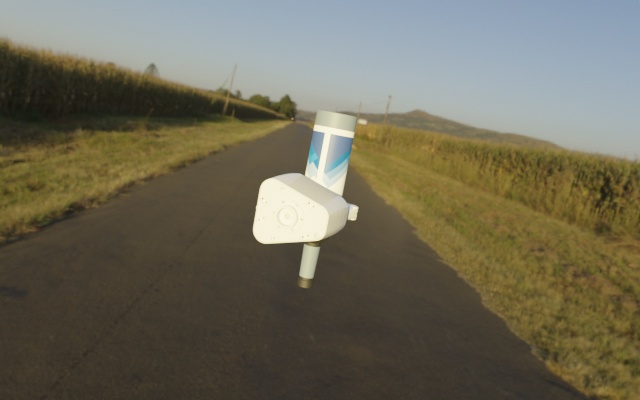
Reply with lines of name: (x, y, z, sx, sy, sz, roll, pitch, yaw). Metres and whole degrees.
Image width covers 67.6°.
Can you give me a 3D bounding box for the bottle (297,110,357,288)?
bottle: (0.000, 0.002, 0.795, 0.069, 0.296, 0.069, 11, 8, -2)
